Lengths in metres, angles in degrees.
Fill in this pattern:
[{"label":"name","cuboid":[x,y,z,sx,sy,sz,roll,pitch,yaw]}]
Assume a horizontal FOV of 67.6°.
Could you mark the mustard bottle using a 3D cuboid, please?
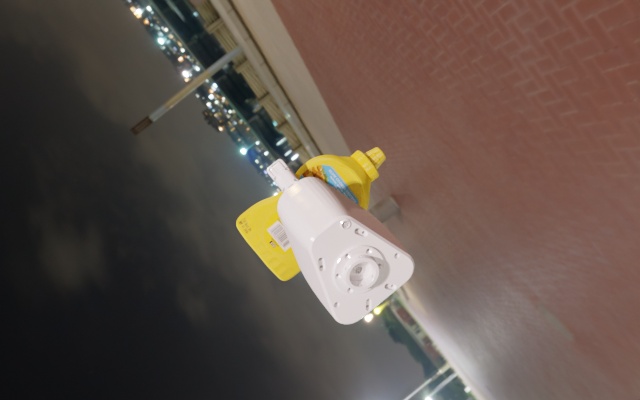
[{"label":"mustard bottle","cuboid":[0.000,0.002,0.576,0.191,0.096,0.058,-39,4,-2]}]
